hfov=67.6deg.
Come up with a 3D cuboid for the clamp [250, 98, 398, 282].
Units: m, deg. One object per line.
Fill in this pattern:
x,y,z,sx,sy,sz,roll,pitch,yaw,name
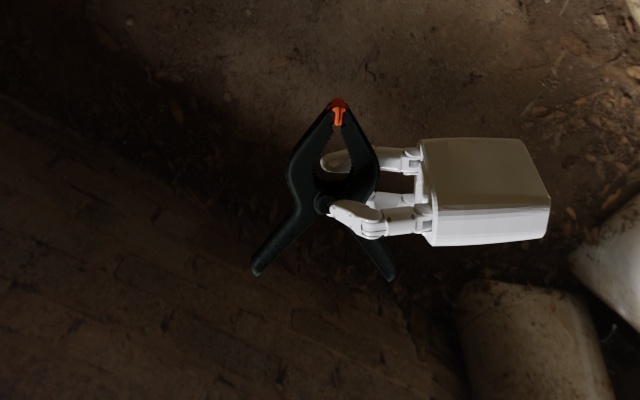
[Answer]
0.000,0.002,0.492,0.164,0.210,0.036,-4,29,-1,clamp
